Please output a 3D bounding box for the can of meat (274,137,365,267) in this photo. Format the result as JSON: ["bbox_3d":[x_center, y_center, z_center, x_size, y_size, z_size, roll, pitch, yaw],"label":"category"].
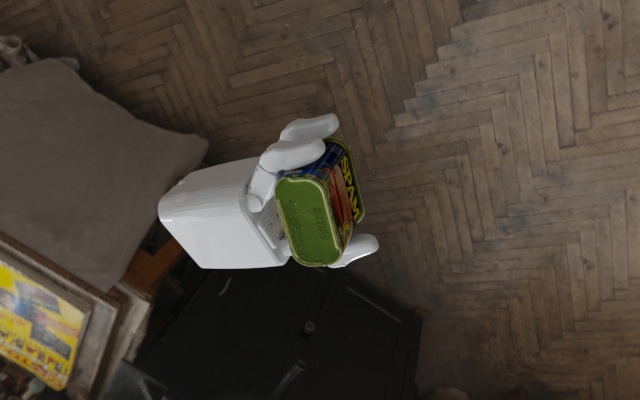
[{"bbox_3d":[0.000,0.002,0.466,0.057,0.102,0.084,-4,28,22],"label":"can of meat"}]
